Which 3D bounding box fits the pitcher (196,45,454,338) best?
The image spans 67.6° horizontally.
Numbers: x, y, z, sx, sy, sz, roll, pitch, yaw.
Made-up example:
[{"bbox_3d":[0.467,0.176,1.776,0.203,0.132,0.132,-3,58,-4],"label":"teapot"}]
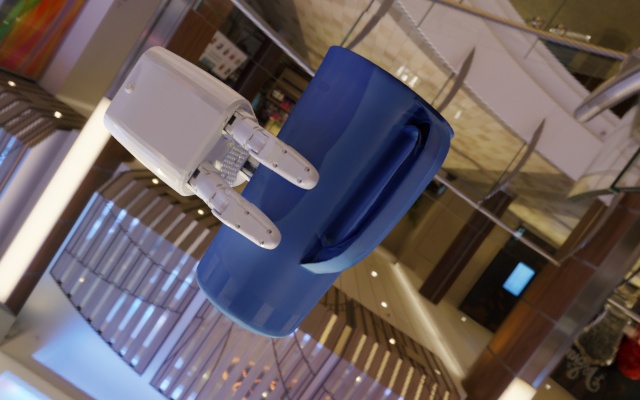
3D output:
[{"bbox_3d":[0.000,0.001,0.420,0.145,0.243,0.149,36,5,14],"label":"pitcher"}]
